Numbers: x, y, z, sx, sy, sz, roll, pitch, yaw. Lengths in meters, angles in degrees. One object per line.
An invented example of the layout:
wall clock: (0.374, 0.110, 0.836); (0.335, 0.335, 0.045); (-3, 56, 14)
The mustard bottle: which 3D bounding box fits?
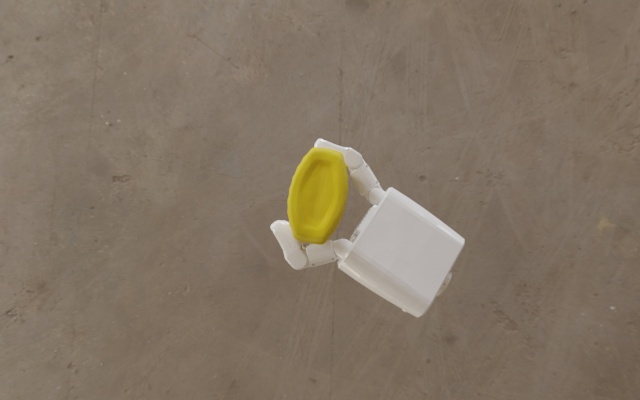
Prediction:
mustard bottle: (0.000, 0.002, 0.558); (0.058, 0.096, 0.191); (10, -4, 2)
